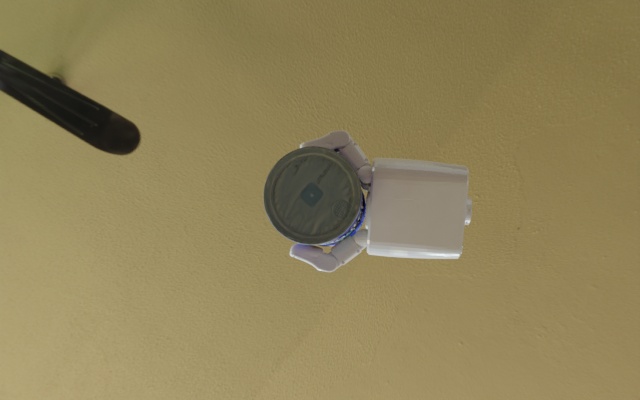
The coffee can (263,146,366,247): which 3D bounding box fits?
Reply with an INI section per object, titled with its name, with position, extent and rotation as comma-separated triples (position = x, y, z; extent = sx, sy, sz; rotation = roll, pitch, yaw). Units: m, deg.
[coffee can]
position = 0.000, 0.002, 0.558
extent = 0.103, 0.103, 0.140
rotation = 0, -6, 8
